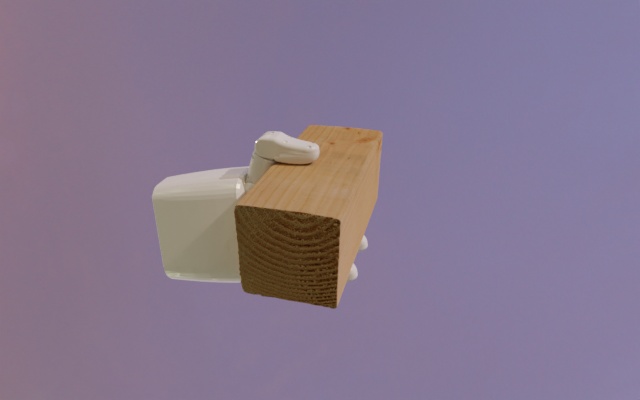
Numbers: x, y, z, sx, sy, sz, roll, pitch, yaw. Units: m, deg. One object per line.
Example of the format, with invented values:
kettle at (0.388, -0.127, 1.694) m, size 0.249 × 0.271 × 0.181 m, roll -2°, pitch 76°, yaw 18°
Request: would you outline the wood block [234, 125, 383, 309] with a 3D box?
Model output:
wood block at (0.000, 0.001, 0.478) m, size 0.090 × 0.091 × 0.206 m, roll 7°, pitch 29°, yaw 13°
